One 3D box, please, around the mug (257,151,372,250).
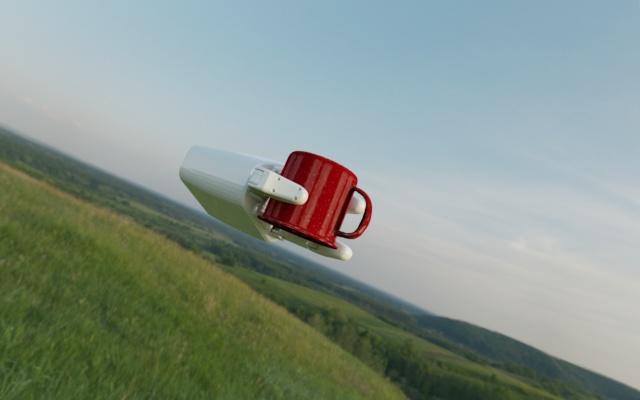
[{"bbox_3d":[0.001,0.002,0.509,0.117,0.081,0.093,18,-9,27],"label":"mug"}]
